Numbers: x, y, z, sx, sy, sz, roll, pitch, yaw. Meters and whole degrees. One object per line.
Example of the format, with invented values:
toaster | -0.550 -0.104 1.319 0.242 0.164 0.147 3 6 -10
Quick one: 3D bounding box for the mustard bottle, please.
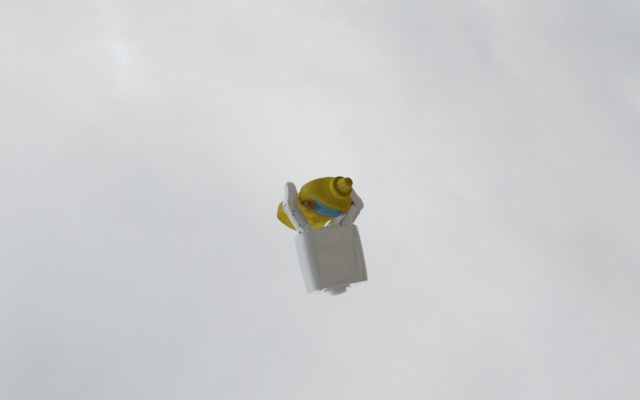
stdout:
mustard bottle | 0.000 0.003 0.890 0.096 0.058 0.192 23 -32 -23
